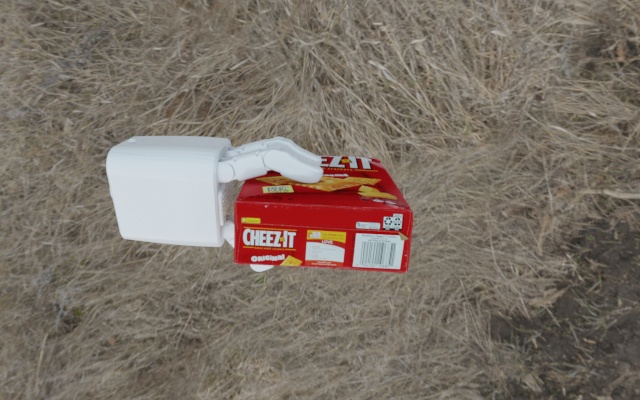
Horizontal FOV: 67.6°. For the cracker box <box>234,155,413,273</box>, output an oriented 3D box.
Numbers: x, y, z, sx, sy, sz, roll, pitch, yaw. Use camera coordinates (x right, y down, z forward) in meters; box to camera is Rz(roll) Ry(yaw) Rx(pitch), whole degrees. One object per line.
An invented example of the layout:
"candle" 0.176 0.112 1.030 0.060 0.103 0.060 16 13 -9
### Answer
"cracker box" 0.000 0.002 0.530 0.164 0.072 0.213 3 18 -2
